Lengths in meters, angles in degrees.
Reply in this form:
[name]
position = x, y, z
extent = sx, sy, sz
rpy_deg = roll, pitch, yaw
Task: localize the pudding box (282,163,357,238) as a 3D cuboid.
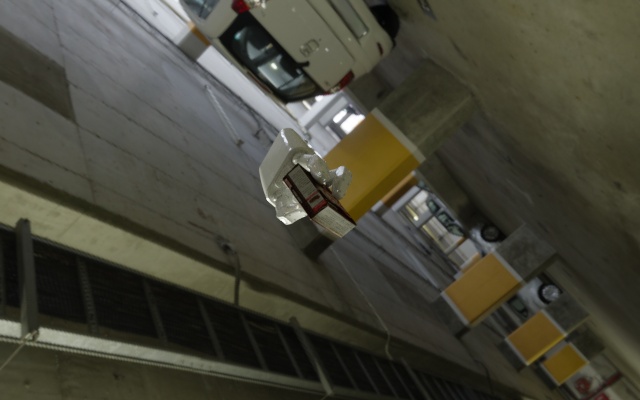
[pudding box]
position = 0.000, 0.002, 0.728
extent = 0.039, 0.090, 0.113
rpy_deg = -43, -31, 9
